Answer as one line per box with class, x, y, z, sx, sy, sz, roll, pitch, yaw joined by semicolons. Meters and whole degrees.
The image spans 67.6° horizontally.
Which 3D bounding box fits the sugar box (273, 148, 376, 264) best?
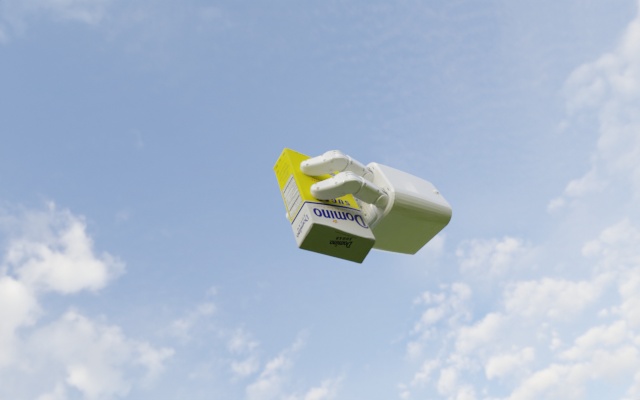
sugar box;0.000;0.002;0.624;0.093;0.048;0.176;17;26;-28
